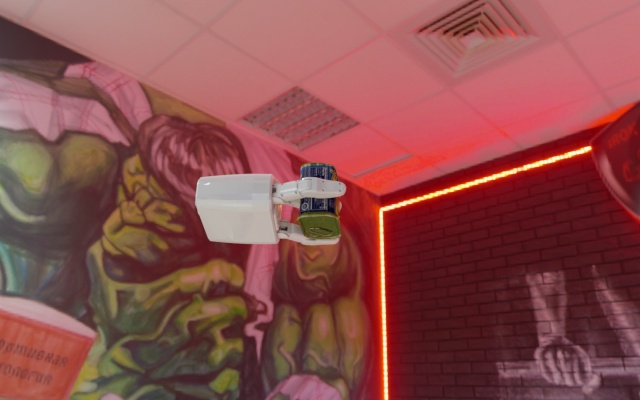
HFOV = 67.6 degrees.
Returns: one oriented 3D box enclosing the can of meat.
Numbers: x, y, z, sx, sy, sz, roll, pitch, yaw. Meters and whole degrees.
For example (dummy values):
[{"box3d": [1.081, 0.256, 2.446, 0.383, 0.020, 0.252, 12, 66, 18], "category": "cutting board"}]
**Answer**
[{"box3d": [0.000, 0.002, 0.703, 0.057, 0.084, 0.102, -2, -23, 6], "category": "can of meat"}]
